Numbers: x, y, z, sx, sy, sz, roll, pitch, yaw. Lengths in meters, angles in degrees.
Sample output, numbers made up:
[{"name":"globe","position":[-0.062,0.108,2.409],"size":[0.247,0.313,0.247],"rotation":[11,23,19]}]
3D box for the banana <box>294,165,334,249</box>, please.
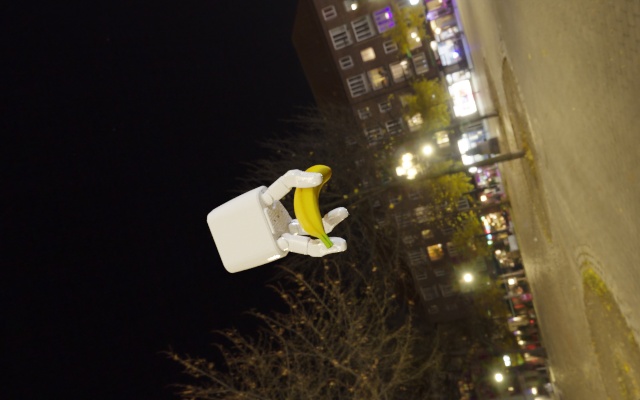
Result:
[{"name":"banana","position":[-0.011,-0.007,0.766],"size":[0.037,0.197,0.070],"rotation":[-29,-56,24]}]
